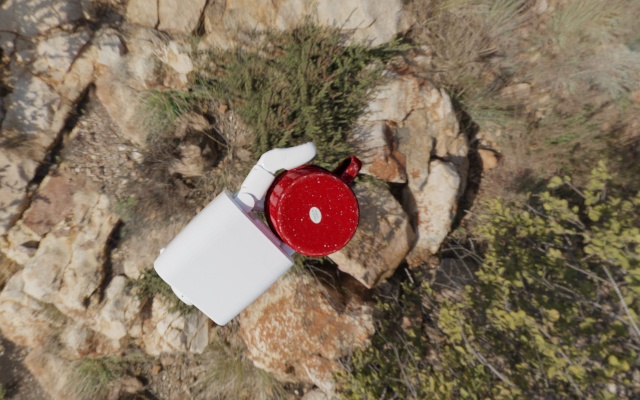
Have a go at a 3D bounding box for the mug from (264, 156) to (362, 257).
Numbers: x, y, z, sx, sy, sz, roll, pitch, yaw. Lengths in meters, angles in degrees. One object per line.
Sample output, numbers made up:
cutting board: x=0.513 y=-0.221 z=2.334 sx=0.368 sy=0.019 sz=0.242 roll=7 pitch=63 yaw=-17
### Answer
mug: x=0.001 y=0.001 z=0.482 sx=0.093 sy=0.117 sz=0.081 roll=45 pitch=-3 yaw=-11
